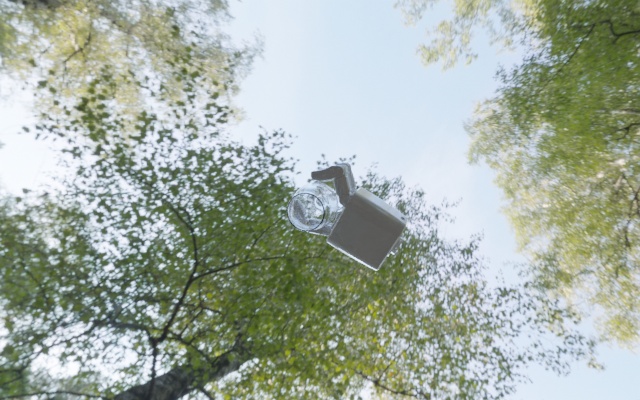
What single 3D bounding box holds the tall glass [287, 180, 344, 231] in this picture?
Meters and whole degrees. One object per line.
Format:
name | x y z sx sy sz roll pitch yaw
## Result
tall glass | 0.000 0.003 0.841 0.079 0.079 0.201 0 9 14
